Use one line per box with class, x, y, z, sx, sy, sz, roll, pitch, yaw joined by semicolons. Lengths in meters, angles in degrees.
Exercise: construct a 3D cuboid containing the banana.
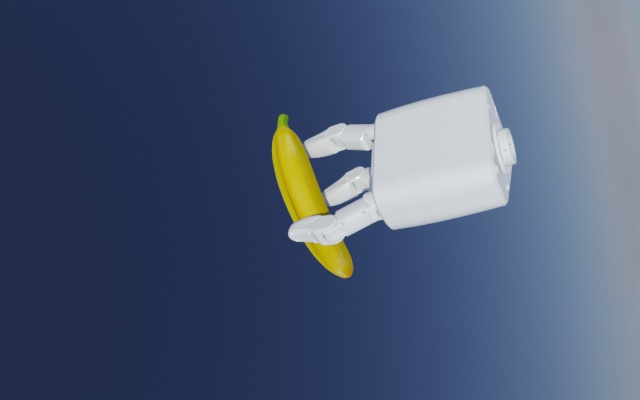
banana;-0.008;0.005;0.505;0.037;0.198;0.069;-15;12;26
